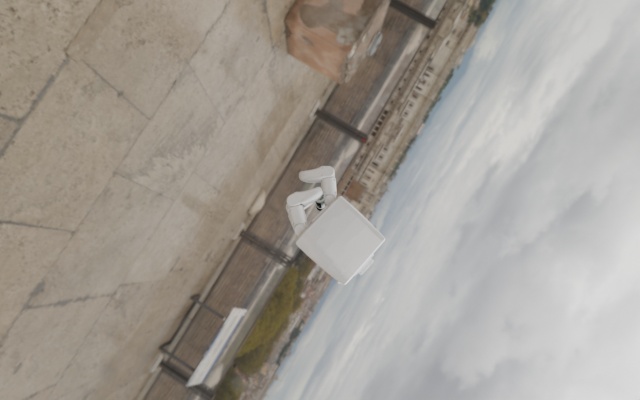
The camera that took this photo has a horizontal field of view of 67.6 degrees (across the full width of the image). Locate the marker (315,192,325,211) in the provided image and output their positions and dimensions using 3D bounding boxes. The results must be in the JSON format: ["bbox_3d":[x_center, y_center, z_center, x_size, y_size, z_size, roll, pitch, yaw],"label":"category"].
[{"bbox_3d":[0.000,0.003,0.845,0.020,0.020,0.121,0,-9,1],"label":"marker"}]
